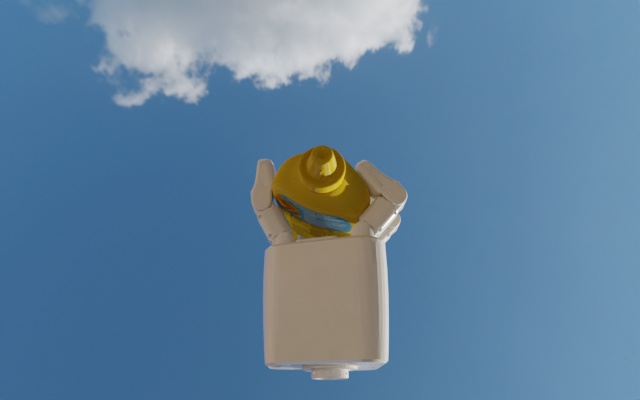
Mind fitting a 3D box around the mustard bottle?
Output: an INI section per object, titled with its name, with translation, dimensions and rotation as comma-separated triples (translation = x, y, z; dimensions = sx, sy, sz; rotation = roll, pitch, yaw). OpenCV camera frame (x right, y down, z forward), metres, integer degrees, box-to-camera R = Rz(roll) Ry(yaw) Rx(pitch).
[mustard bottle]
translation = 0.000, 0.001, 0.476
dimensions = 0.096, 0.058, 0.192
rotation = 23, -22, 9
